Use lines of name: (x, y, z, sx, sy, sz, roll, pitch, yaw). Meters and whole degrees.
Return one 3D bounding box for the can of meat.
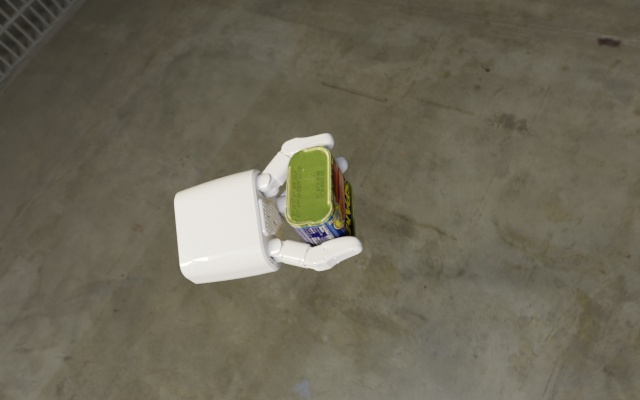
can of meat: (0.000, 0.002, 0.537, 0.057, 0.102, 0.084, -10, -31, 16)
